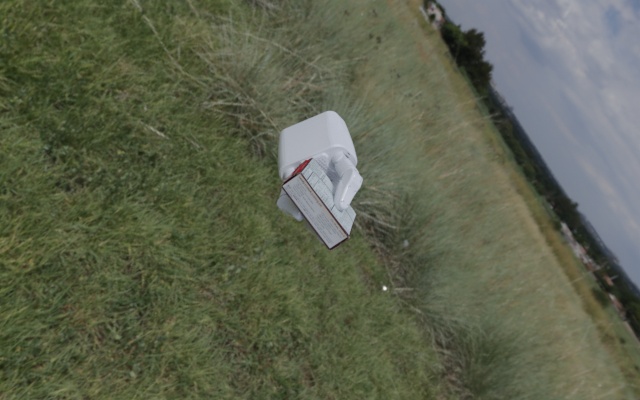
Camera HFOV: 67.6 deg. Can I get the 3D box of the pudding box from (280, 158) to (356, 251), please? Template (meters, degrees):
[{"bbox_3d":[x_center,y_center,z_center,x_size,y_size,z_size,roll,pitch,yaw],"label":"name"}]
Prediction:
[{"bbox_3d":[0.000,0.002,0.659,0.039,0.113,0.090,-36,8,19],"label":"pudding box"}]
